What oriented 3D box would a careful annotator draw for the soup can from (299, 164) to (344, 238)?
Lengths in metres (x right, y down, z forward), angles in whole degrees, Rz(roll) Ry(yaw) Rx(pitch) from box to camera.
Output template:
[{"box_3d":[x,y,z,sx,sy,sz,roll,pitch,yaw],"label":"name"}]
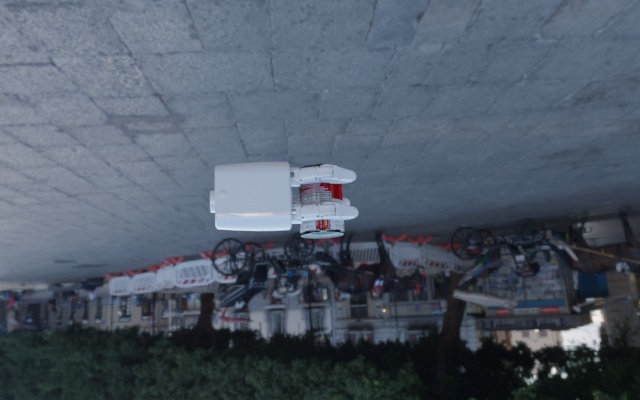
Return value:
[{"box_3d":[0.001,0.003,0.721,0.068,0.102,0.068,-3,-12,-1],"label":"soup can"}]
